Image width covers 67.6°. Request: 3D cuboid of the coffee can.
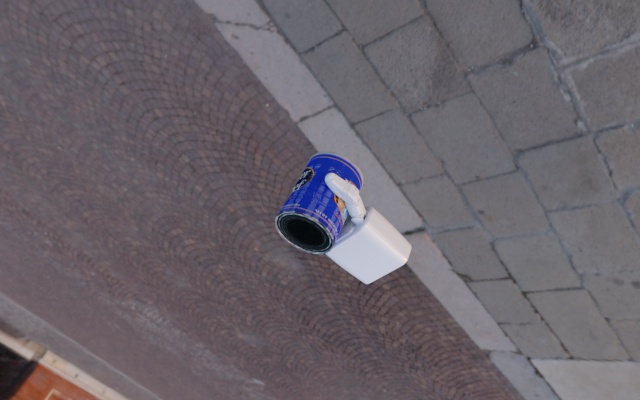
[{"bbox_3d":[0.000,0.002,0.792,0.103,0.140,0.103,18,-36,14],"label":"coffee can"}]
